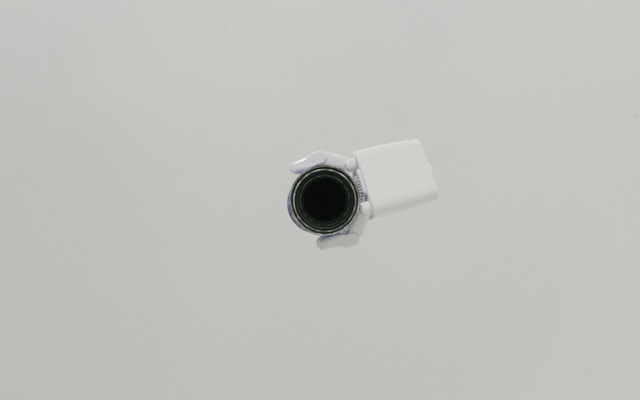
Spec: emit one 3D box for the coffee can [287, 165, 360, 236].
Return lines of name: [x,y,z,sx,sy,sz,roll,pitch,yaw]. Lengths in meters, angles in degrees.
coffee can: [0.000,0.002,0.747,0.103,0.103,0.140,0,-2,-5]
